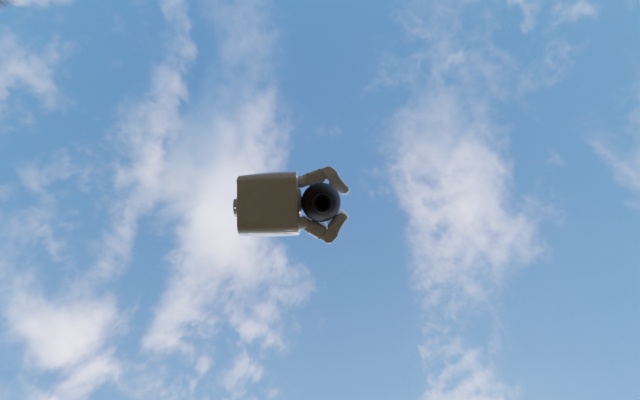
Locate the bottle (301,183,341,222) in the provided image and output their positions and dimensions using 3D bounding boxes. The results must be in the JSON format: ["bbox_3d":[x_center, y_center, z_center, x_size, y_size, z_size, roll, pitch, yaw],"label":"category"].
[{"bbox_3d":[0.000,0.003,0.837,0.069,0.069,0.295,0,0,-1],"label":"bottle"}]
